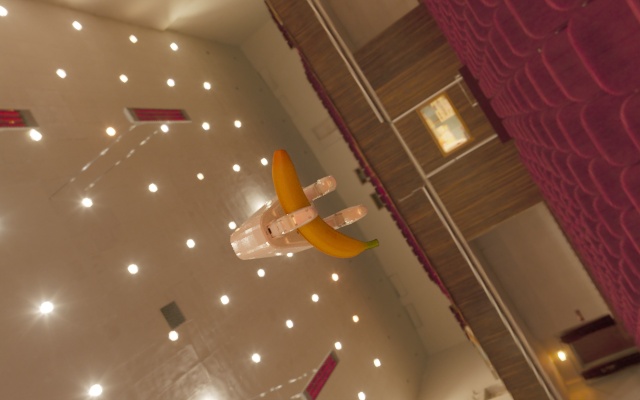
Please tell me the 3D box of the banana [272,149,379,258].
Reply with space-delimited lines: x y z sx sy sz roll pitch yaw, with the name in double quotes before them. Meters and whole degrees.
"banana" -0.010 0.018 0.669 0.198 0.069 0.037 44 -13 -10
